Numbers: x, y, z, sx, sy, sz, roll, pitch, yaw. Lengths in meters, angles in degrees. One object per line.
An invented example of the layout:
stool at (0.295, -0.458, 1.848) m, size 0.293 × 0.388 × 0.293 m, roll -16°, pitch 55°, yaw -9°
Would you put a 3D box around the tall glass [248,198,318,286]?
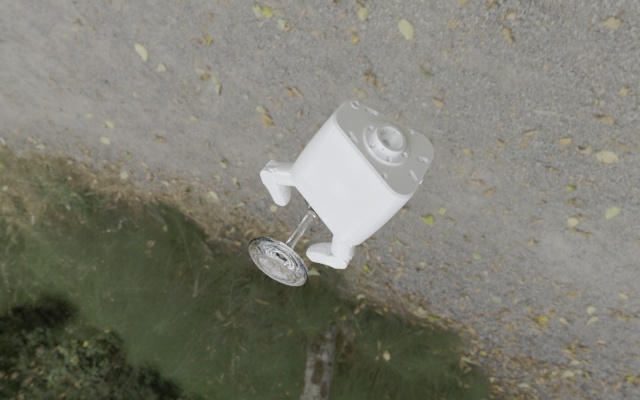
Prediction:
tall glass at (0.000, 0.002, 0.569) m, size 0.079 × 0.079 × 0.201 m, roll 0°, pitch 40°, yaw 37°
